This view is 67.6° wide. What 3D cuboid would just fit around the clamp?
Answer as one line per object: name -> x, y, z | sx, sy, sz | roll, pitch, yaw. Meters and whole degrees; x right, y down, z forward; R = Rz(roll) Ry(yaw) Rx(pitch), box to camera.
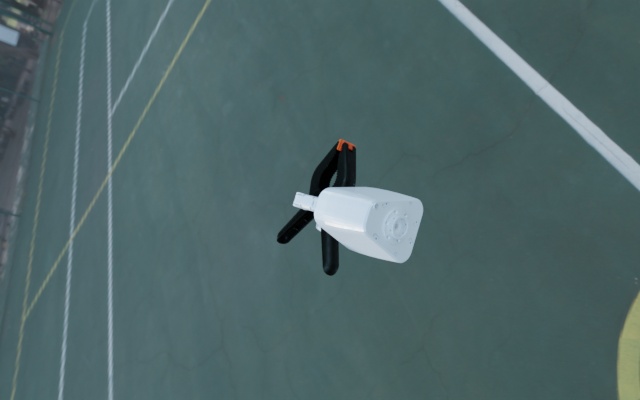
clamp -> 0.000, 0.002, 0.780 | 0.036, 0.210, 0.164 | 20, -4, -38
